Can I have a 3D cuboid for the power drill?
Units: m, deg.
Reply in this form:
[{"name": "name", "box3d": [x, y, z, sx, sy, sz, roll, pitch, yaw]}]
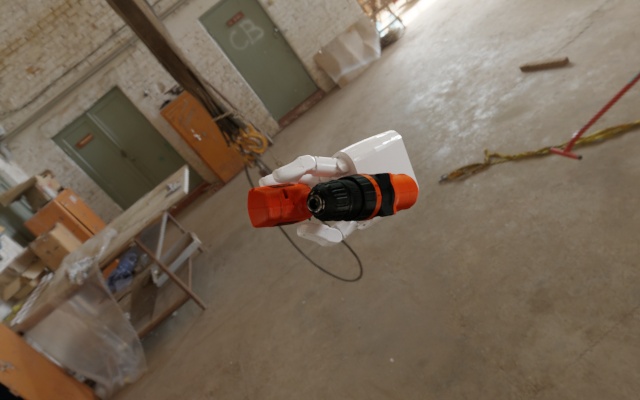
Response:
[{"name": "power drill", "box3d": [0.000, 0.002, 0.578, 0.187, 0.057, 0.184, -4, 0, 40]}]
